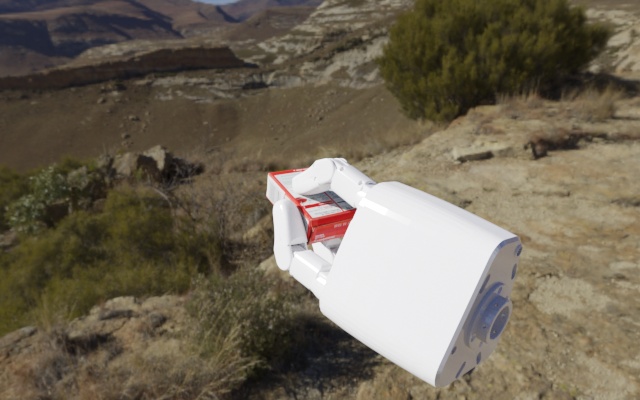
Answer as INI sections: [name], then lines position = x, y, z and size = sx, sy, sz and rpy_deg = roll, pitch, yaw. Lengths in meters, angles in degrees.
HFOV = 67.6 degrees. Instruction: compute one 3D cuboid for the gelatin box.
[gelatin box]
position = 0.000, 0.001, 0.452
size = 0.073, 0.030, 0.089
rpy_deg = -11, 36, -30
